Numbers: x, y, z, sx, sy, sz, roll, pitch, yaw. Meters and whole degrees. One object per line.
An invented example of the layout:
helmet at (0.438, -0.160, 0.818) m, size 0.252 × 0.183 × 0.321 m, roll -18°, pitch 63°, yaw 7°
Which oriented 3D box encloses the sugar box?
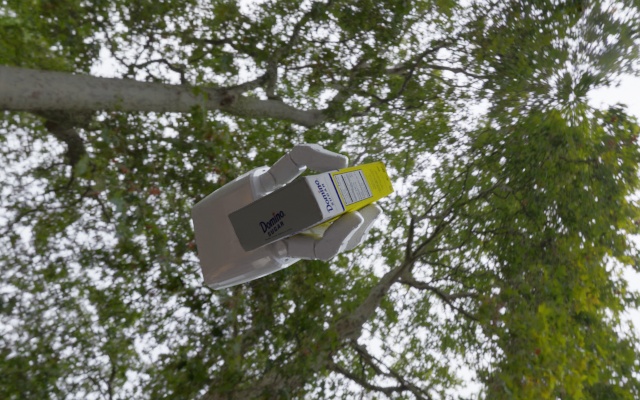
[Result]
sugar box at (0.000, 0.002, 0.481) m, size 0.093 × 0.048 × 0.176 m, roll -25°, pitch -1°, yaw 30°
